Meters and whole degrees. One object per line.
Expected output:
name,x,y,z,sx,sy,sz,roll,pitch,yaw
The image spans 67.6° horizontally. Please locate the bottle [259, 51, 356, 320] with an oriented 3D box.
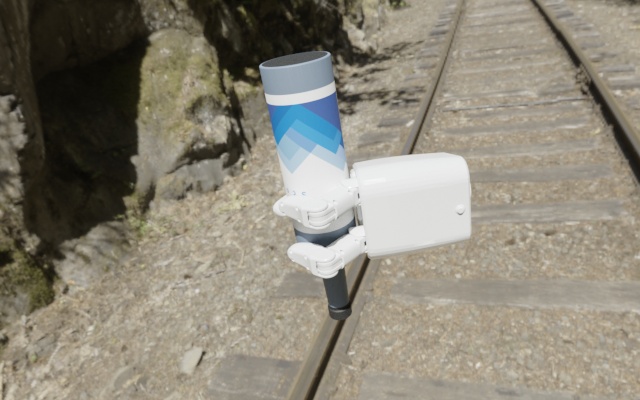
bottle,0.000,0.001,0.500,0.069,0.296,0.069,-8,25,4
